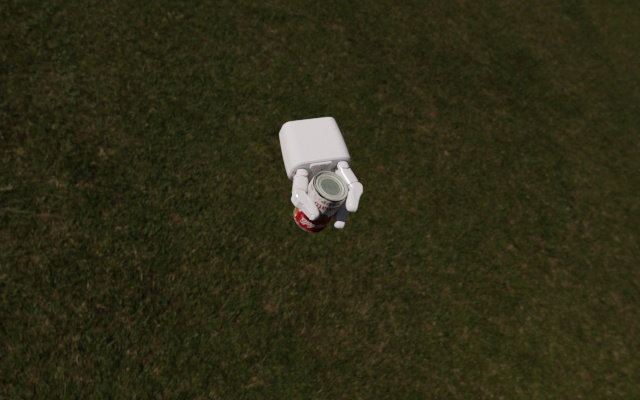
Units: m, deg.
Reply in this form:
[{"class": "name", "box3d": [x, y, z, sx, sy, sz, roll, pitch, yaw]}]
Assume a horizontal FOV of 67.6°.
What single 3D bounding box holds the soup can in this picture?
[{"class": "soup can", "box3d": [0.000, 0.003, 0.856, 0.068, 0.068, 0.102, 0, -35, -27]}]
